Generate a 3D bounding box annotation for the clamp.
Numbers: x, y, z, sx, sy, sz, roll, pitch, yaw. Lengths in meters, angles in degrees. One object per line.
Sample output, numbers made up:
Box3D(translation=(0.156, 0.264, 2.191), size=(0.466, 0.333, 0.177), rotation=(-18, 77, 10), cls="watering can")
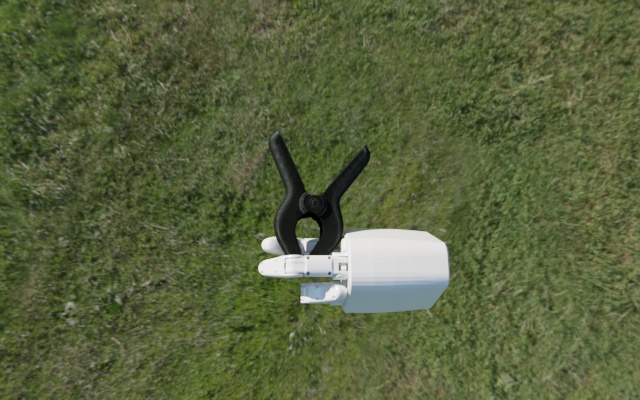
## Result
Box3D(translation=(0.000, 0.002, 0.547), size=(0.120, 0.171, 0.039), rotation=(-1, -12, -2), cls="clamp")
